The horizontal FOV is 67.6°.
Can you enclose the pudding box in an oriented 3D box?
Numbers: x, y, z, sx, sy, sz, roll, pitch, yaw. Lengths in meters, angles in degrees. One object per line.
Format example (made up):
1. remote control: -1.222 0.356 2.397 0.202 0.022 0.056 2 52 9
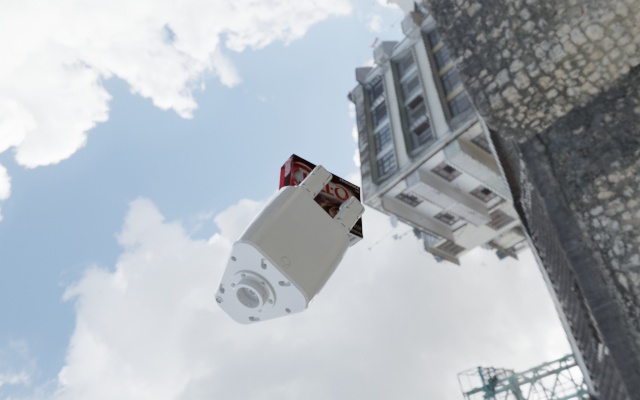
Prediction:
1. pudding box: 0.000 0.002 0.612 0.113 0.090 0.039 27 -47 -26
